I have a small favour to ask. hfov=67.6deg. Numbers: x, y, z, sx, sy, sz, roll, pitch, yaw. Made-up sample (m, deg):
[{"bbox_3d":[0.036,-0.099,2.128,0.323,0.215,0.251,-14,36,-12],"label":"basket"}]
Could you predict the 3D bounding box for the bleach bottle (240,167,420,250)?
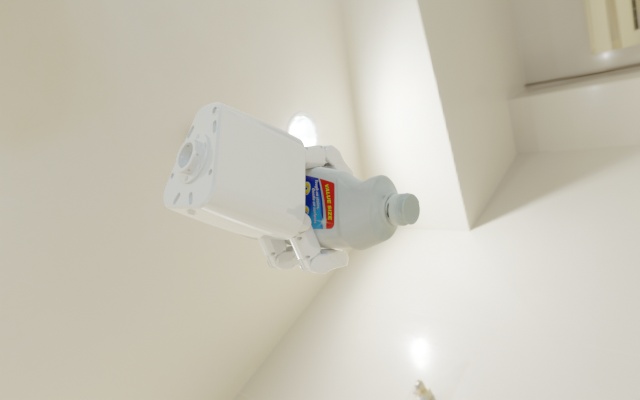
[{"bbox_3d":[0.000,0.002,0.535,0.068,0.102,0.251,24,-17,-41],"label":"bleach bottle"}]
